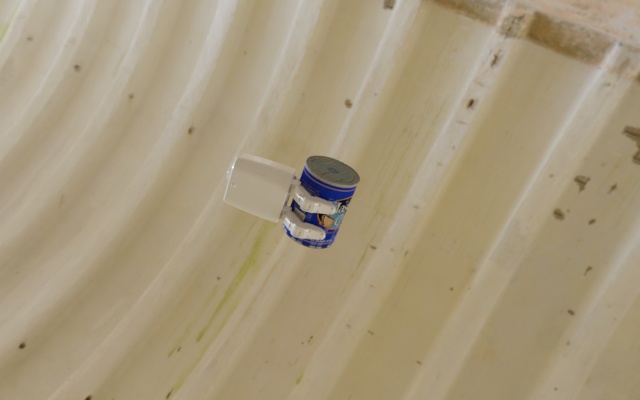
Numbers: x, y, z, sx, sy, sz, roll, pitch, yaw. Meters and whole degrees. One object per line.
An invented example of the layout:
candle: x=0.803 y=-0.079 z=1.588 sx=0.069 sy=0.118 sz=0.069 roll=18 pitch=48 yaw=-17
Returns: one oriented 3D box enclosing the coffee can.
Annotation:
coffee can: x=0.000 y=0.003 z=0.878 sx=0.103 sy=0.140 sz=0.102 roll=17 pitch=27 yaw=-9
